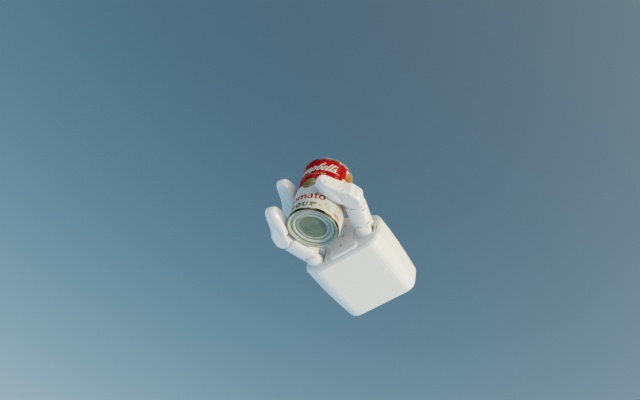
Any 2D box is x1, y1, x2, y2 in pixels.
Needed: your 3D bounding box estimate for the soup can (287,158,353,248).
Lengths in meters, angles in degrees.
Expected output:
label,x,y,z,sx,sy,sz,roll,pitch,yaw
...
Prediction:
label,x,y,z,sx,sy,sz,roll,pitch,yaw
soup can,0.000,0.002,0.615,0.068,0.069,0.102,0,41,16
